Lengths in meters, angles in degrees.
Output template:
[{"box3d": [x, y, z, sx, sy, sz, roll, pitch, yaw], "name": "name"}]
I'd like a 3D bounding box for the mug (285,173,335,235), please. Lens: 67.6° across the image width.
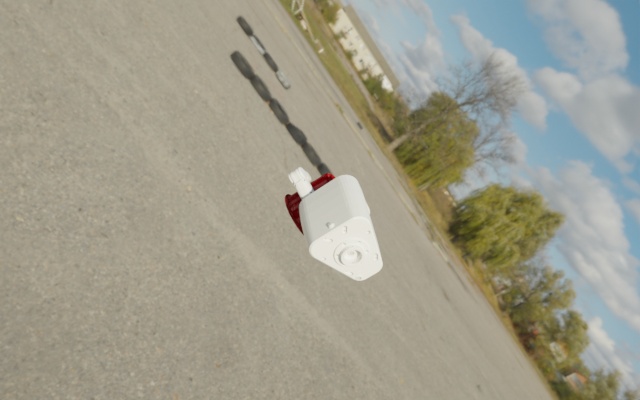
[{"box3d": [0.000, 0.002, 0.784, 0.081, 0.093, 0.117, -32, 31, 13], "name": "mug"}]
